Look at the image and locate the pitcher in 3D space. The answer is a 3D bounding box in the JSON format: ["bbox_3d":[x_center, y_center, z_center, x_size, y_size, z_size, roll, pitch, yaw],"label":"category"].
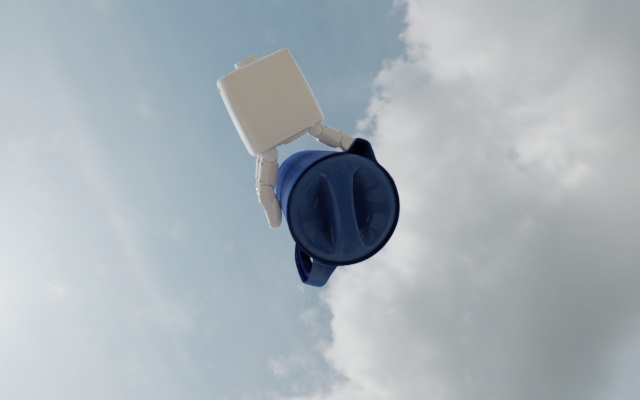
[{"bbox_3d":[0.000,0.002,0.650,0.149,0.145,0.243,-30,14,-6],"label":"pitcher"}]
